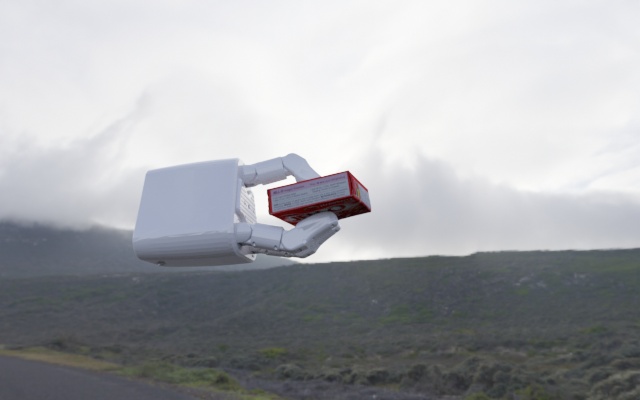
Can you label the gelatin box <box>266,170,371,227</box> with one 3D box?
[{"bbox_3d":[0.000,0.001,0.488,0.089,0.030,0.073,-13,-18,17],"label":"gelatin box"}]
